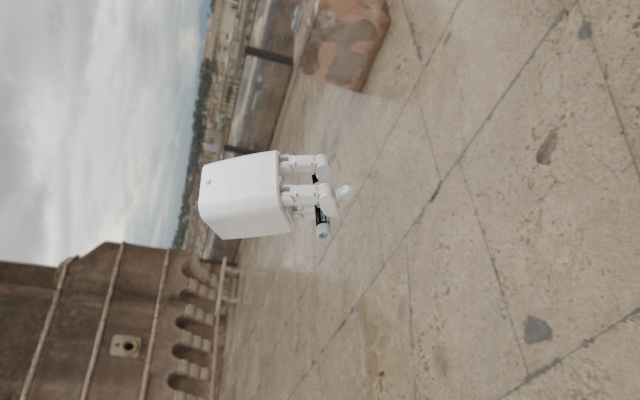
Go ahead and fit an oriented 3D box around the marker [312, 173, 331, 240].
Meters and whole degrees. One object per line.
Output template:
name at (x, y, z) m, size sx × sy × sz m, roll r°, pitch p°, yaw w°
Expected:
marker at (0.000, 0.002, 0.662) m, size 0.020 × 0.121 × 0.020 m, roll -3°, pitch -42°, yaw -3°
